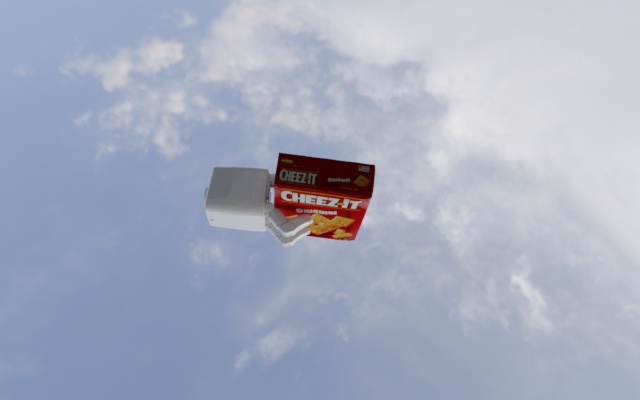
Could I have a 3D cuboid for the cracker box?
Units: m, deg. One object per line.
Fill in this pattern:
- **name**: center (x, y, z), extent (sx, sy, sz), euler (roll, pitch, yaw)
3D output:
- **cracker box**: center (0.000, 0.003, 0.872), extent (0.164, 0.072, 0.214), euler (7, -24, -1)
